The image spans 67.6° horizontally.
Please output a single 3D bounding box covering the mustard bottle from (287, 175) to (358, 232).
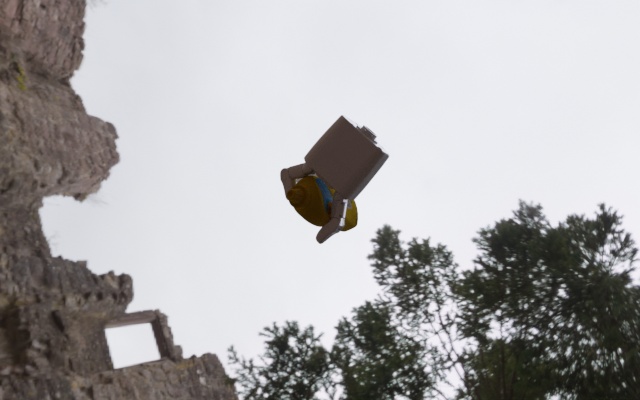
[{"bbox_3d":[0.000,0.003,0.879,0.058,0.096,0.191,-26,-20,25],"label":"mustard bottle"}]
